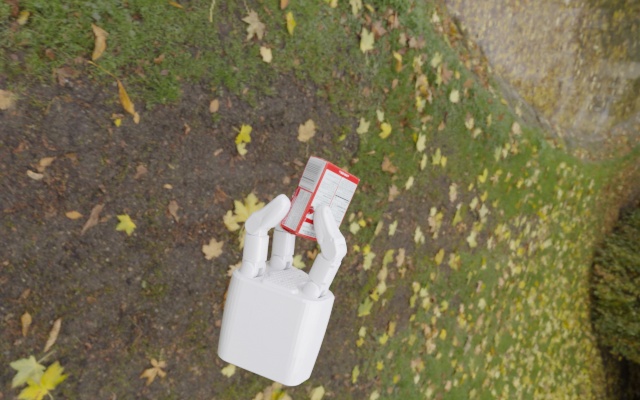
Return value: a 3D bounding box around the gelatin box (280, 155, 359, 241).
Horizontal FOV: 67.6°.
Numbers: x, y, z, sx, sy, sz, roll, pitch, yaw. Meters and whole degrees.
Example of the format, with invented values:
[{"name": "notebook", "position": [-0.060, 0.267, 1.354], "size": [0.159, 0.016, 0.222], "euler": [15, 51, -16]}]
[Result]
[{"name": "gelatin box", "position": [0.001, 0.002, 0.548], "size": [0.030, 0.089, 0.073], "euler": [25, 1, 37]}]
